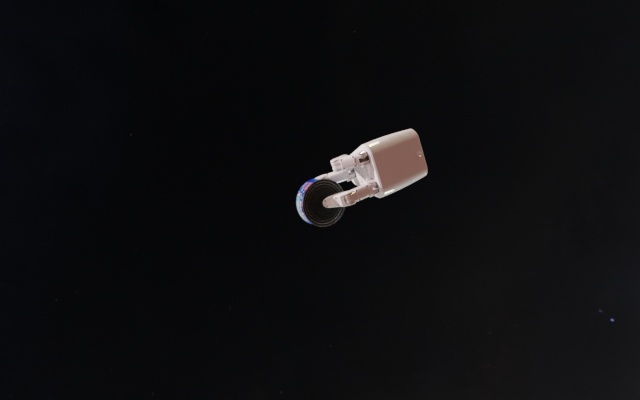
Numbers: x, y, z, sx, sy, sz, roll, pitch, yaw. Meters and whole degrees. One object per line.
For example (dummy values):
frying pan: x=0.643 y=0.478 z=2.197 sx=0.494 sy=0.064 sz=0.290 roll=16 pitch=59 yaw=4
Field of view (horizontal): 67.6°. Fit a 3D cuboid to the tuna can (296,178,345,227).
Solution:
tuna can: x=0.000 y=0.003 z=0.855 sx=0.086 sy=0.086 sz=0.034 roll=0 pitch=5 yaw=-27
